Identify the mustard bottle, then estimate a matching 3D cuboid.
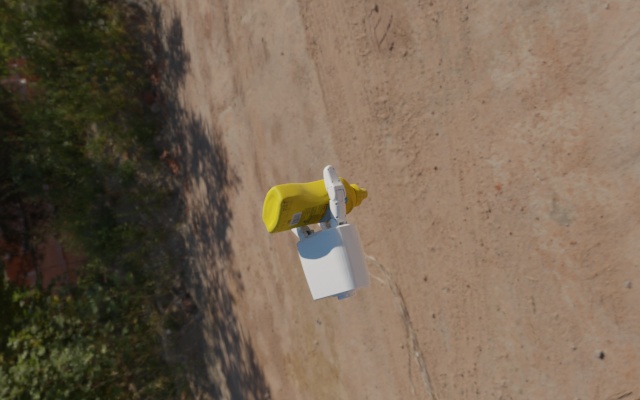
[{"bbox_3d":[0.000,0.002,0.828,0.191,0.058,0.096,-10,-36,-29],"label":"mustard bottle"}]
